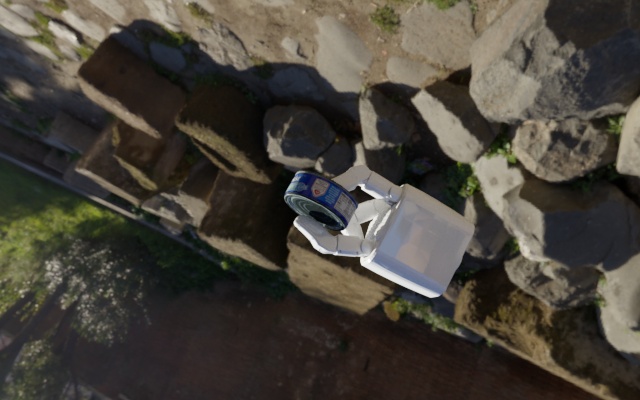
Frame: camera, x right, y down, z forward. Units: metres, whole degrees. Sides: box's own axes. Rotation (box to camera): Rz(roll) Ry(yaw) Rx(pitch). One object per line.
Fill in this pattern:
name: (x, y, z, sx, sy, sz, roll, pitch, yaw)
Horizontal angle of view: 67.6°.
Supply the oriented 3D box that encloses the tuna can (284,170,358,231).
tuna can: (0.000, 0.002, 0.574, 0.086, 0.033, 0.086, 26, -18, 9)
